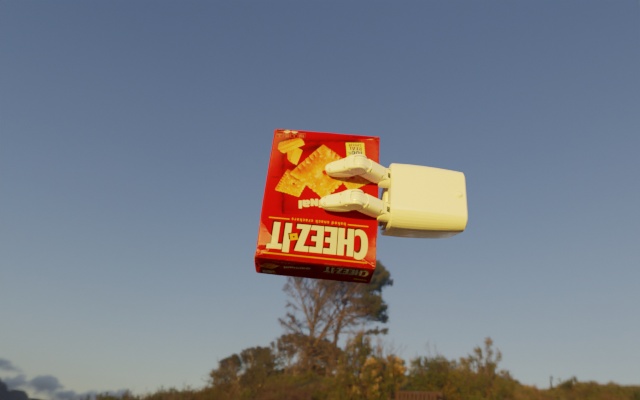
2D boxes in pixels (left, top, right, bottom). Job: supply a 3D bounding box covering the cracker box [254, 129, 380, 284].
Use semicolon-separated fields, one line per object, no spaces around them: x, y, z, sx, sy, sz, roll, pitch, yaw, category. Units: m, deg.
0.000;0.002;0.696;0.164;0.213;0.072;5;-29;0;cracker box
